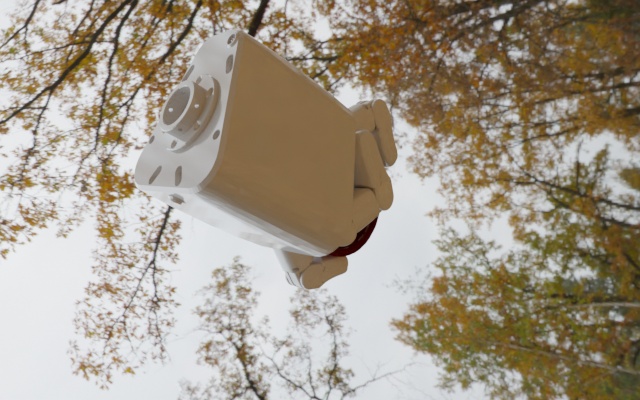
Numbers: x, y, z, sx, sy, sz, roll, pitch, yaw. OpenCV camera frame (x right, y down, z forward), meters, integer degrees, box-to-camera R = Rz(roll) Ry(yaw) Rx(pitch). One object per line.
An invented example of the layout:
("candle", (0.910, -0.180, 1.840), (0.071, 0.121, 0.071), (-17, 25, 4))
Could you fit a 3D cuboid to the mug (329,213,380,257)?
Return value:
("mug", (0.001, 0.002, 0.420), (0.081, 0.093, 0.117), (5, -19, 44))
